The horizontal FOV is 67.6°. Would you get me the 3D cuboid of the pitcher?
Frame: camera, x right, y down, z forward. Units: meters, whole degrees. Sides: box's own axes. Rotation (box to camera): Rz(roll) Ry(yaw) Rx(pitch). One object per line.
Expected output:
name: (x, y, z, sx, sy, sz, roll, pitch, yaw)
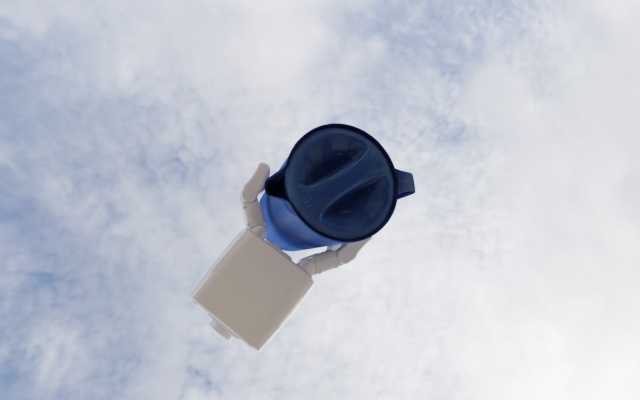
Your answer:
pitcher: (0.000, 0.002, 0.626, 0.149, 0.145, 0.243, 40, -20, -7)
